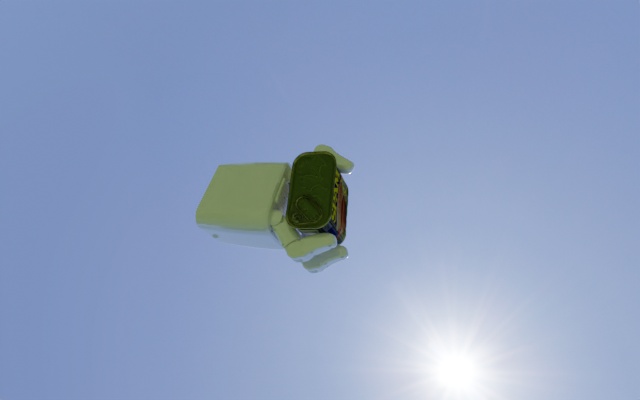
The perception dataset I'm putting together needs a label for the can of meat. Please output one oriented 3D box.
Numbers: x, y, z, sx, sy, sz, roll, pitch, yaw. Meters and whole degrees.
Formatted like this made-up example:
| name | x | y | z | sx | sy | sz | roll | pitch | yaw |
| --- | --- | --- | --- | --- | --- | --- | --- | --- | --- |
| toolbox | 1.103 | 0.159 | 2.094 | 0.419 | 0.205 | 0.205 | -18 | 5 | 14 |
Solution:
| name | x | y | z | sx | sy | sz | roll | pitch | yaw |
| --- | --- | --- | --- | --- | --- | --- | --- | --- | --- |
| can of meat | 0.000 | 0.002 | 0.608 | 0.057 | 0.102 | 0.084 | -1 | -23 | 17 |
